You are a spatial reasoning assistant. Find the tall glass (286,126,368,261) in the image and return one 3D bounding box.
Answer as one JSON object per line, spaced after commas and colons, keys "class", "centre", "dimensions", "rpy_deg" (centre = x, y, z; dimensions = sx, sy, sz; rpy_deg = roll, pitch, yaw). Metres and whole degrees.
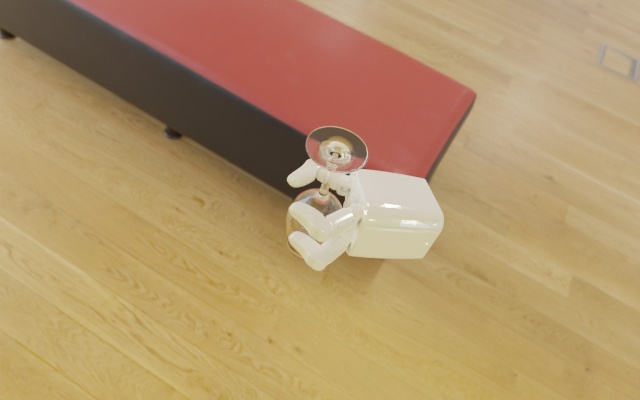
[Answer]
{"class": "tall glass", "centre": [0.000, 0.002, 0.622], "dimensions": [0.079, 0.079, 0.201], "rpy_deg": [0, -38, -15]}
